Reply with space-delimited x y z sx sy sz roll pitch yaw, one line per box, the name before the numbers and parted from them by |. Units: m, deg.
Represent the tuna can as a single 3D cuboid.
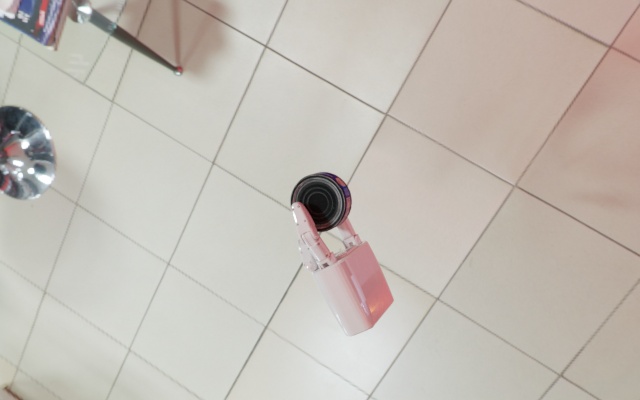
tuna can | 0.000 0.002 0.689 0.086 0.086 0.034 0 7 18
